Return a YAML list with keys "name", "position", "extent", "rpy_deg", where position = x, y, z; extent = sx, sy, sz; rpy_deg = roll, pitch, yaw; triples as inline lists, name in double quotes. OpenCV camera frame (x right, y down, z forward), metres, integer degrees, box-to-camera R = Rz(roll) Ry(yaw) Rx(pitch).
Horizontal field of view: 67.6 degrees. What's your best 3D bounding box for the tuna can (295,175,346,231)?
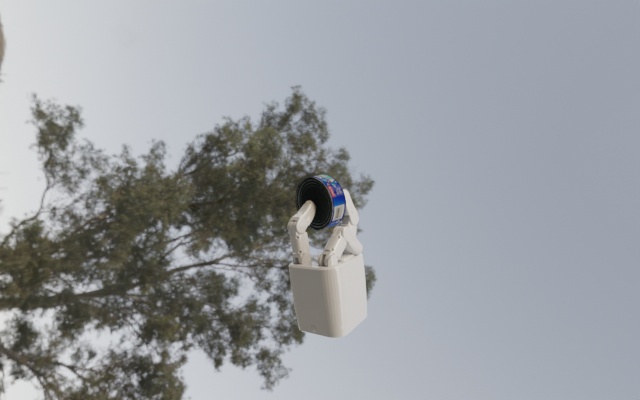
- name: "tuna can"
  position: [0.001, 0.002, 0.758]
  extent: [0.034, 0.086, 0.086]
  rpy_deg: [-15, 10, -42]
